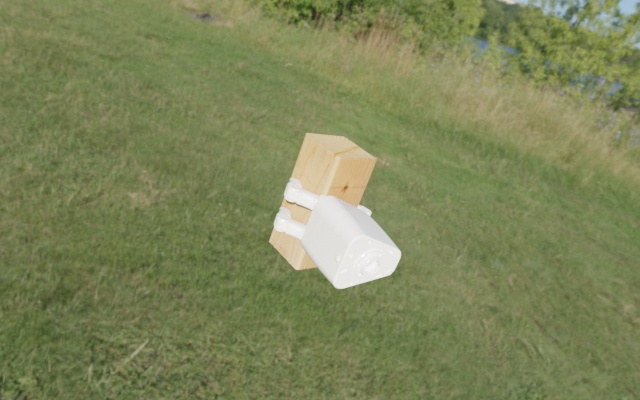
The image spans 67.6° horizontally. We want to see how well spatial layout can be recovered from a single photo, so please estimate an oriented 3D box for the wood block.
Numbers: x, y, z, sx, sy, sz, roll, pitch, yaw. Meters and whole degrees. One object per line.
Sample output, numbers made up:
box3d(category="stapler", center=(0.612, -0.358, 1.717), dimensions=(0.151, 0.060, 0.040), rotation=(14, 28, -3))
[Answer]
box3d(category="wood block", center=(0.001, 0.003, 0.796), dimensions=(0.091, 0.206, 0.090), rotation=(-2, 32, -43))
